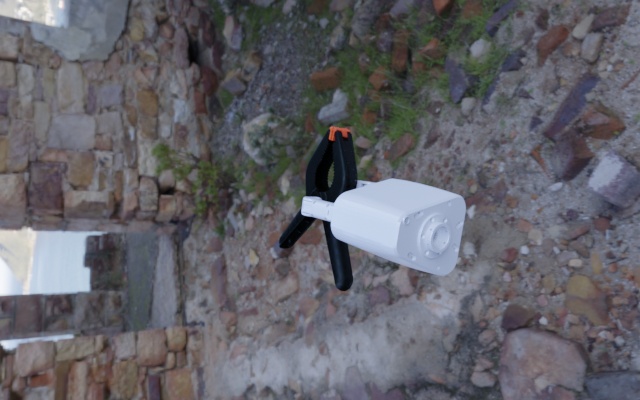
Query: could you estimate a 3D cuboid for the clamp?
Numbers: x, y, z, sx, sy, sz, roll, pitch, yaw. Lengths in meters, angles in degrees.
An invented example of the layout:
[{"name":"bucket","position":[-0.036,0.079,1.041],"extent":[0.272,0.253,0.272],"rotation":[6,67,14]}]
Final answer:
[{"name":"clamp","position":[0.000,0.002,0.668],"extent":[0.036,0.210,0.164],"rotation":[2,9,-38]}]
